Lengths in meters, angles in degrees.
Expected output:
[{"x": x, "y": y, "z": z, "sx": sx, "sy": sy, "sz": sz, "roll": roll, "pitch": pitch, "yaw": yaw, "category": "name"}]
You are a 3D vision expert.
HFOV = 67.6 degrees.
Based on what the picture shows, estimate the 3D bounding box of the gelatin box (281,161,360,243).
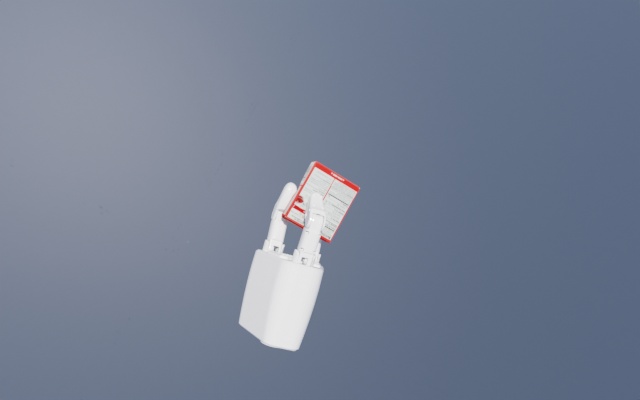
[{"x": 0.000, "y": 0.002, "z": 0.651, "sx": 0.073, "sy": 0.089, "sz": 0.030, "roll": 30, "pitch": -4, "yaw": -13, "category": "gelatin box"}]
